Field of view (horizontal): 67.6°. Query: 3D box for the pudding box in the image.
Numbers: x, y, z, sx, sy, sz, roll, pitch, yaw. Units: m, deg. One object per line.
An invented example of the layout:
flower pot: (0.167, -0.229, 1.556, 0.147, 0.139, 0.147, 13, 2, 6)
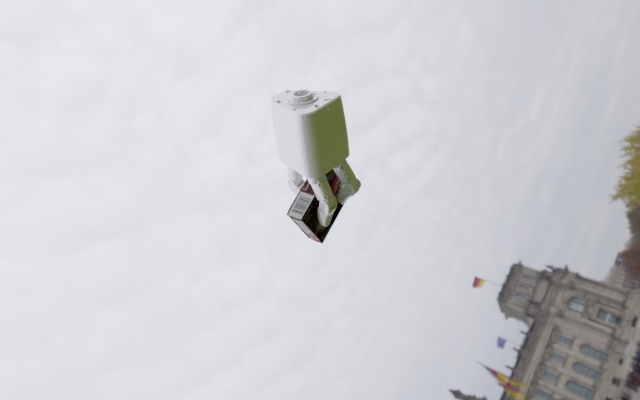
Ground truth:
pudding box: (0.000, 0.003, 0.810, 0.039, 0.113, 0.090, 20, -19, 35)
